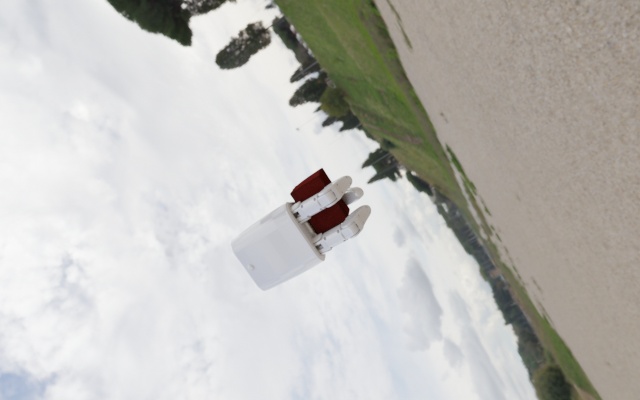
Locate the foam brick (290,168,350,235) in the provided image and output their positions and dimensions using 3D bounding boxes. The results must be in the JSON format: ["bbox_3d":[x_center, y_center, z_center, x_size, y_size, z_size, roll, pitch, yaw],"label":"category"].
[{"bbox_3d":[0.000,0.002,0.690,0.051,0.078,0.053,-31,9,14],"label":"foam brick"}]
